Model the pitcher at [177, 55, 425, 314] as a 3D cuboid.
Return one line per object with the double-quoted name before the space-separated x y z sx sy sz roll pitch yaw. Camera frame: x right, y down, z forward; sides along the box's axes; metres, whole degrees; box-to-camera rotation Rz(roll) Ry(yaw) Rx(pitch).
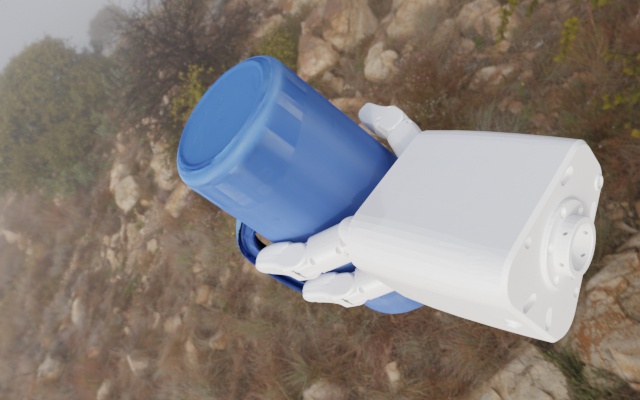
"pitcher" 0.000 0.001 0.405 0.243 0.149 0.145 35 -14 -38
